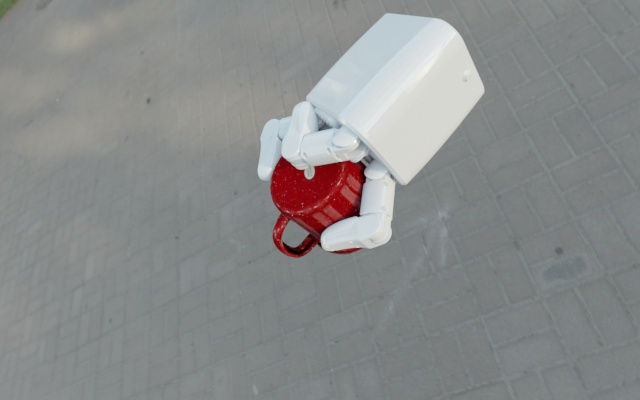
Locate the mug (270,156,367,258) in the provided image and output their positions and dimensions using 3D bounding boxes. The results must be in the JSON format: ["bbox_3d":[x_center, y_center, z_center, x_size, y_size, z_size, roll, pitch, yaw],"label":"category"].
[{"bbox_3d":[-0.001,0.002,0.439,0.093,0.117,0.081,43,2,42],"label":"mug"}]
